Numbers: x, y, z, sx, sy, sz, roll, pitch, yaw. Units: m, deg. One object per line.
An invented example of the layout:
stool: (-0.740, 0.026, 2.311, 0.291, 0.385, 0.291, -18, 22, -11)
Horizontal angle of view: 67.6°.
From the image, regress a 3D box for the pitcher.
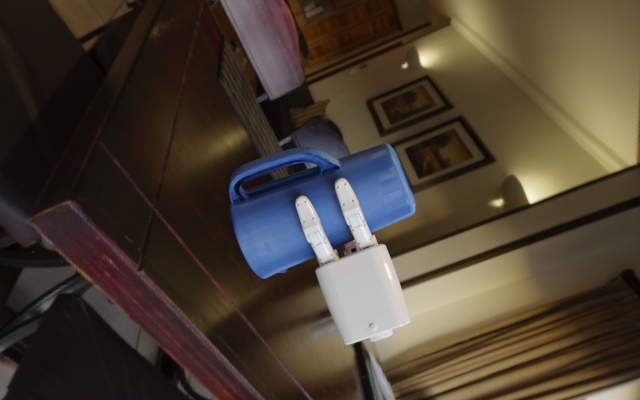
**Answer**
pitcher: (0.000, 0.002, 0.673, 0.243, 0.145, 0.149, -21, -13, 7)
